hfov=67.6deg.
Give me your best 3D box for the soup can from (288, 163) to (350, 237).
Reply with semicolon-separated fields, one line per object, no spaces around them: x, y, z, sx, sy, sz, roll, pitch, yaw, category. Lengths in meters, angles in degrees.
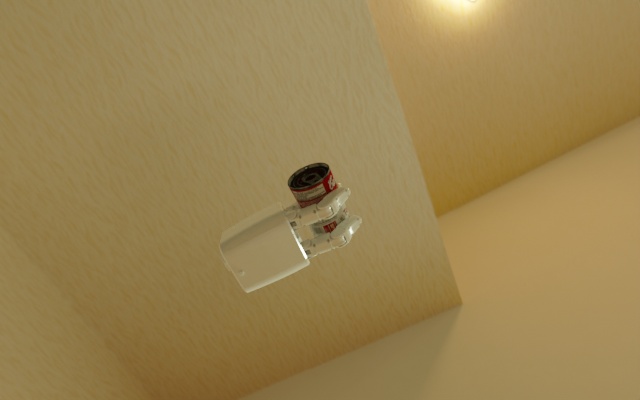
0.001;0.002;0.735;0.068;0.102;0.068;-19;29;11;soup can
